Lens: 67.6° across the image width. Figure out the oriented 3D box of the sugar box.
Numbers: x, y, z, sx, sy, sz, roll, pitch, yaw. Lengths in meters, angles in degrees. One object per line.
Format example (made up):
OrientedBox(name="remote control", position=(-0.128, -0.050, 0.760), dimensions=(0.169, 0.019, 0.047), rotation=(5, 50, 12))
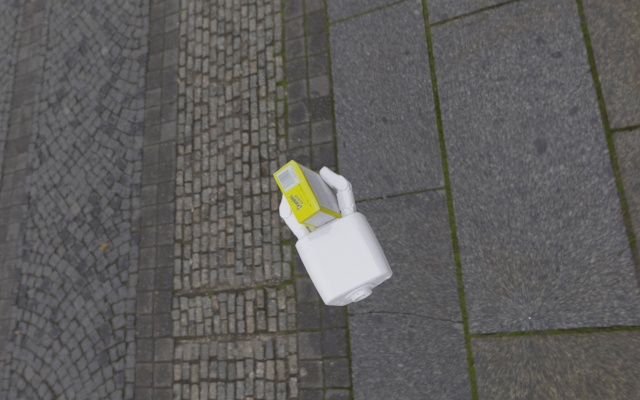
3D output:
OrientedBox(name="sugar box", position=(0.000, 0.003, 0.768), dimensions=(0.048, 0.093, 0.176), rotation=(-33, -23, 13))
